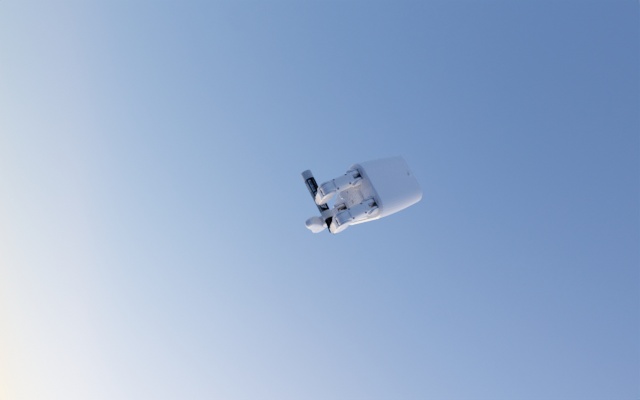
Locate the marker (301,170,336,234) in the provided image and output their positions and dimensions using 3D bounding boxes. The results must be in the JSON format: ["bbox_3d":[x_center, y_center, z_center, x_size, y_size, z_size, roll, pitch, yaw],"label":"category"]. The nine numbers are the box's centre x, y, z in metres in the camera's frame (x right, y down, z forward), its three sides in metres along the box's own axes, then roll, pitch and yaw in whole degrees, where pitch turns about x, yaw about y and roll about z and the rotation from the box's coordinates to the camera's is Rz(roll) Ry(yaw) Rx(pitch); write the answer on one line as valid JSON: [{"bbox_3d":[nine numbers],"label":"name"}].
[{"bbox_3d":[0.000,0.003,0.821,0.020,0.121,0.020,-25,-14,-7],"label":"marker"}]
